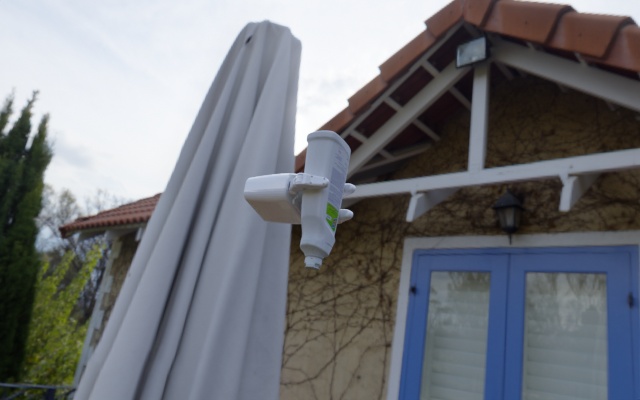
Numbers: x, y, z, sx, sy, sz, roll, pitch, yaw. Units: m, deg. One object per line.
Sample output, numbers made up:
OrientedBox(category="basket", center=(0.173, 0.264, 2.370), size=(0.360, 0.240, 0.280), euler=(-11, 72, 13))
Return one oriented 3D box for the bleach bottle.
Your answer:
OrientedBox(category="bleach bottle", center=(0.000, 0.003, 0.898), size=(0.068, 0.250, 0.103), euler=(-1, -20, 29))
